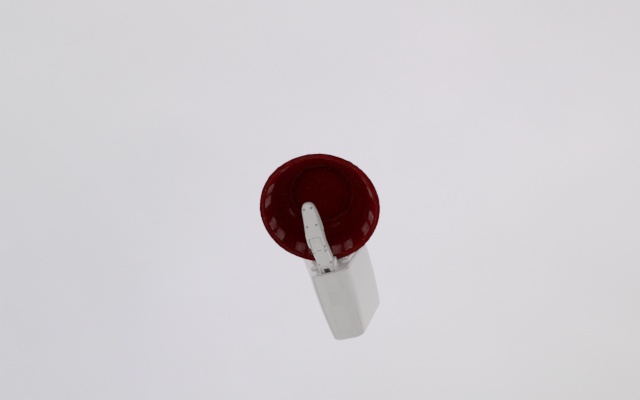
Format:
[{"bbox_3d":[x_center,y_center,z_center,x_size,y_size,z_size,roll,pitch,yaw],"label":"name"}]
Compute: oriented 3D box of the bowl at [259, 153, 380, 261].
[{"bbox_3d":[0.000,0.001,0.658,0.162,0.162,0.055,0,27,4],"label":"bowl"}]
